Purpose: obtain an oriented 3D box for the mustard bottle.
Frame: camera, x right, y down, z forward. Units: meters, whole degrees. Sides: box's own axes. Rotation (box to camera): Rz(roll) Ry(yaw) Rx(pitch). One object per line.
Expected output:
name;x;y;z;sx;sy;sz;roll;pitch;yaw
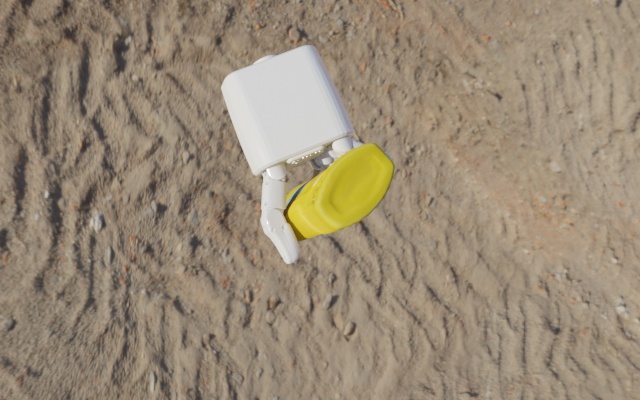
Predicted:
mustard bottle;0.000;0.002;0.522;0.096;0.058;0.192;-49;9;-22
